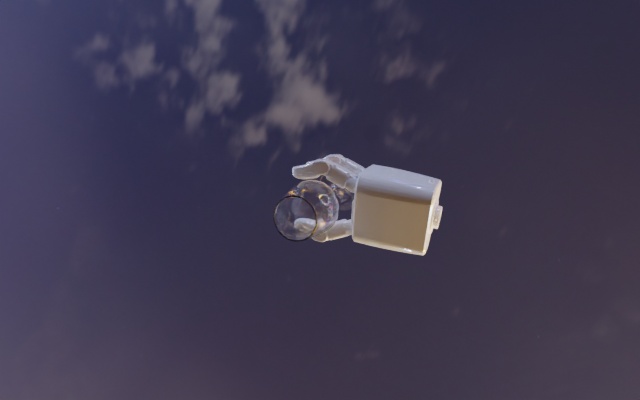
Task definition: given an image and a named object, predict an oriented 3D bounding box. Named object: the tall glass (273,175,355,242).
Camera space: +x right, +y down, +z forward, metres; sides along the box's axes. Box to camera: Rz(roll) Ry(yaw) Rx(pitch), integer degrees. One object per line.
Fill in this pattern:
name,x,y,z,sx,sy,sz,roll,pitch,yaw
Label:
tall glass,0.000,0.002,0.706,0.079,0.079,0.201,0,12,20
